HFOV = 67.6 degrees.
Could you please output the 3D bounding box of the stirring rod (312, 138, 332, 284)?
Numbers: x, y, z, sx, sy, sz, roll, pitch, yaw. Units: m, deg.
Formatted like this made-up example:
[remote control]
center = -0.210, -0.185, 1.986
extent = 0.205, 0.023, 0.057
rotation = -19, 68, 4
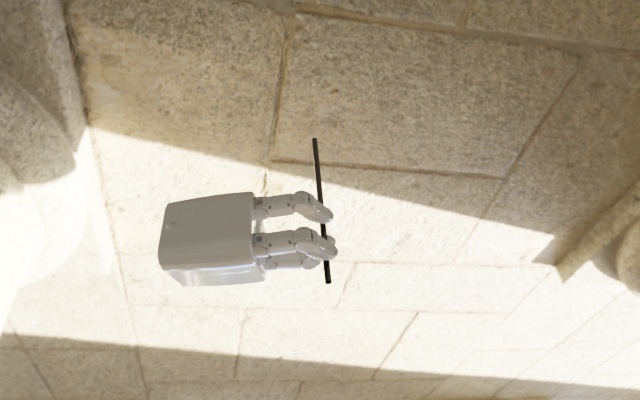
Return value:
[stirring rod]
center = 0.000, 0.002, 0.617
extent = 0.011, 0.239, 0.011
rotation = -3, -41, -3
